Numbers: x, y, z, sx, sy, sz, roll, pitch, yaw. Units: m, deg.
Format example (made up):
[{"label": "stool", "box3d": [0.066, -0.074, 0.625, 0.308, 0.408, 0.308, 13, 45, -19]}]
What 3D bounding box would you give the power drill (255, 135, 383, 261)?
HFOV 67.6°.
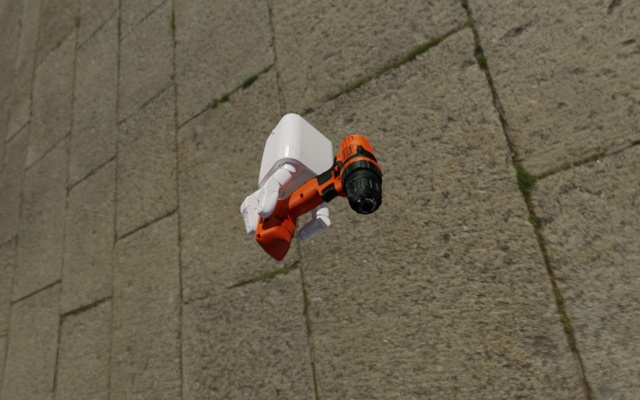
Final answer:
[{"label": "power drill", "box3d": [0.000, 0.002, 0.640, 0.188, 0.057, 0.184, -34, 21, 17]}]
